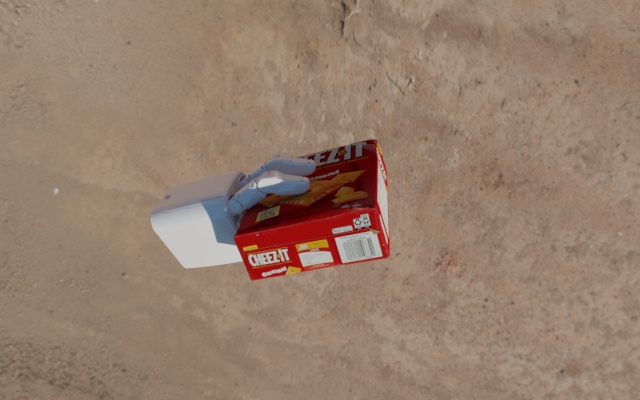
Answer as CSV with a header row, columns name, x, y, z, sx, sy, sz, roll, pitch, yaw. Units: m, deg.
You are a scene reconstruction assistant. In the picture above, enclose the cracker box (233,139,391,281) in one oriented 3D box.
name,x,y,z,sx,sy,sz,roll,pitch,yaw
cracker box,0.000,0.002,0.607,0.164,0.072,0.213,-12,26,13
